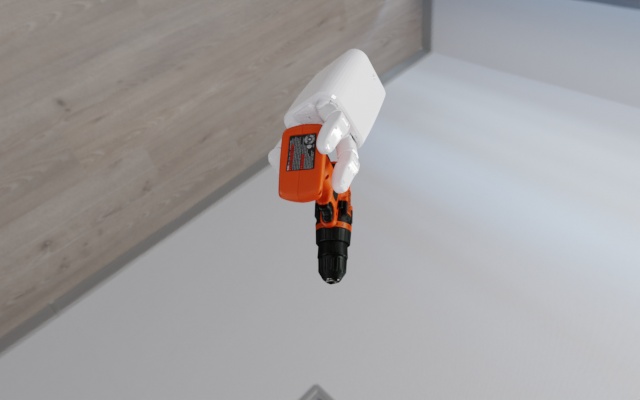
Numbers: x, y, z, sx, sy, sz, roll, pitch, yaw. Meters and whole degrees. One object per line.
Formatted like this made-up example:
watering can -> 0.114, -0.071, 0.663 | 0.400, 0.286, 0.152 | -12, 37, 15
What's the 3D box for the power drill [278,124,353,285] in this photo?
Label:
power drill -> 0.000, 0.002, 0.632 | 0.057, 0.184, 0.188 | -5, -26, 13
